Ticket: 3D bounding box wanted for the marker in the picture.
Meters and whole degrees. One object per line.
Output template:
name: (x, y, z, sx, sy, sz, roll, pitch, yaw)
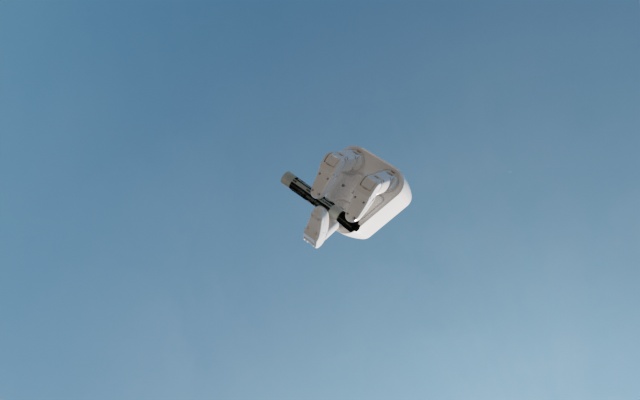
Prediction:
marker: (0.000, 0.002, 0.602, 0.121, 0.020, 0.020, 35, 14, 21)
